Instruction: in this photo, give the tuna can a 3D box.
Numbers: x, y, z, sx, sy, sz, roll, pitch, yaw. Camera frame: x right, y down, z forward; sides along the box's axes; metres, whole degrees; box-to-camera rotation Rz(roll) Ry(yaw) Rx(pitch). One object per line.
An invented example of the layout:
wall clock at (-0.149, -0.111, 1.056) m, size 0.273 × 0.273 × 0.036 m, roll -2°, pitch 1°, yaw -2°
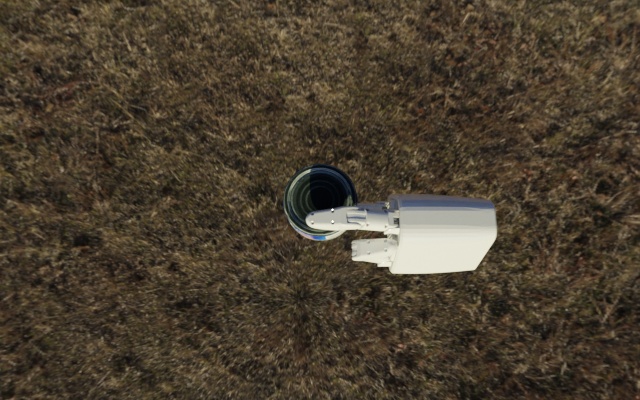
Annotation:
tuna can at (0.000, 0.002, 0.550) m, size 0.086 × 0.086 × 0.034 m, roll 0°, pitch -12°, yaw 3°
